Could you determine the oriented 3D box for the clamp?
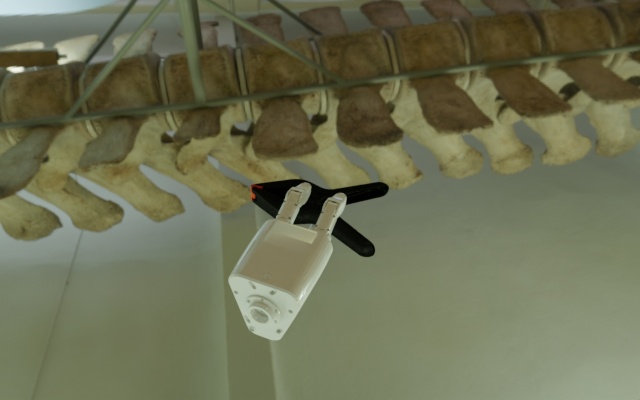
[{"bbox_3d":[-0.001,0.003,0.719,0.210,0.036,0.164,15,37,14],"label":"clamp"}]
